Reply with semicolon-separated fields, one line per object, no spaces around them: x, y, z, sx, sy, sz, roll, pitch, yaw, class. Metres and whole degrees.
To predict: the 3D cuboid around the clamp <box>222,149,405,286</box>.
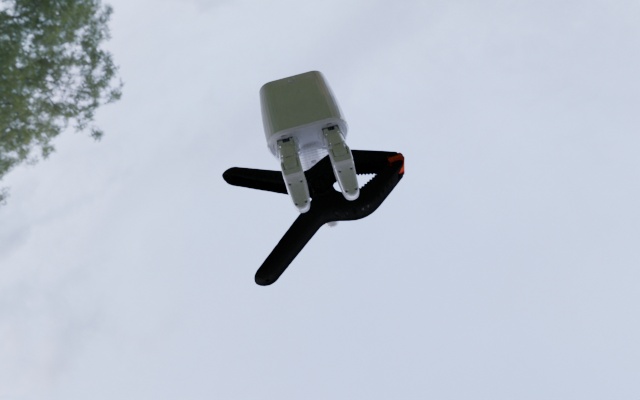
0.001;0.002;0.534;0.210;0.164;0.036;-15;-36;-1;clamp
